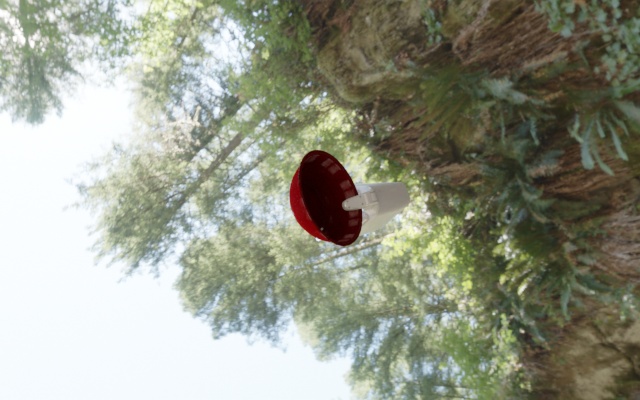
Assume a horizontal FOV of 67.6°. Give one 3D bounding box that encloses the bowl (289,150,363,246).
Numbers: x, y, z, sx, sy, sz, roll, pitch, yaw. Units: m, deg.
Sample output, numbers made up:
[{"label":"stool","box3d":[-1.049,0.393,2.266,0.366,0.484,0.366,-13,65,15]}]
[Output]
[{"label":"bowl","box3d":[-0.001,0.002,0.771,0.055,0.162,0.162,-22,-13,33]}]
